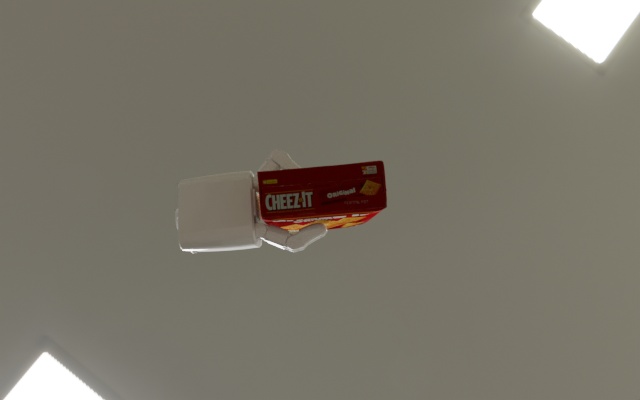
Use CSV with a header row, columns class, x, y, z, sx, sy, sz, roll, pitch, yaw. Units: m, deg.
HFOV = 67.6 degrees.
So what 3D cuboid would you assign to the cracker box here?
class,x,y,z,sx,sy,sz,roll,pitch,yaw
cracker box,0.000,0.002,0.707,0.164,0.072,0.214,-6,-7,-2
